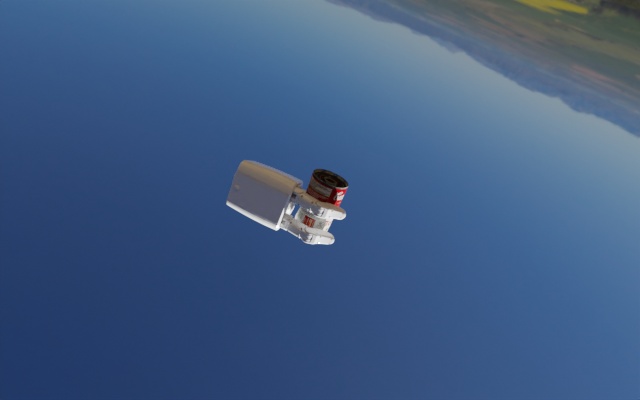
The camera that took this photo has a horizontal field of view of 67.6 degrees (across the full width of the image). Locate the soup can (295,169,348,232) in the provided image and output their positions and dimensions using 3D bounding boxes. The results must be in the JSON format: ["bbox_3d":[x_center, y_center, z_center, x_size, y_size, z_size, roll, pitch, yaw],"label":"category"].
[{"bbox_3d":[0.001,0.003,0.870,0.068,0.102,0.068,20,23,-9],"label":"soup can"}]
